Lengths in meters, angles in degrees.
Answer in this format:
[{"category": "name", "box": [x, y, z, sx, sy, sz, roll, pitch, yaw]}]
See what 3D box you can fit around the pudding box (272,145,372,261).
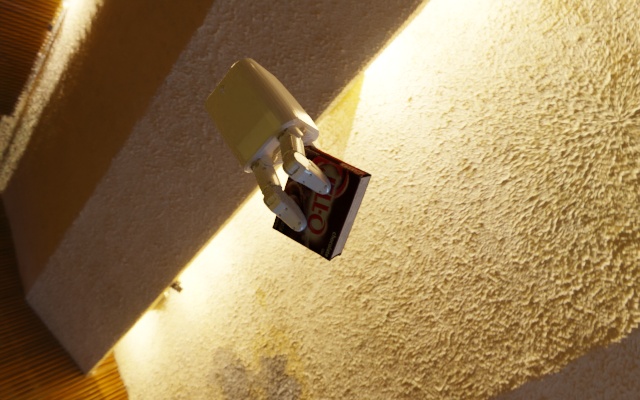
[{"category": "pudding box", "box": [0.000, 0.002, 0.574, 0.090, 0.113, 0.039, 28, 22, 25]}]
